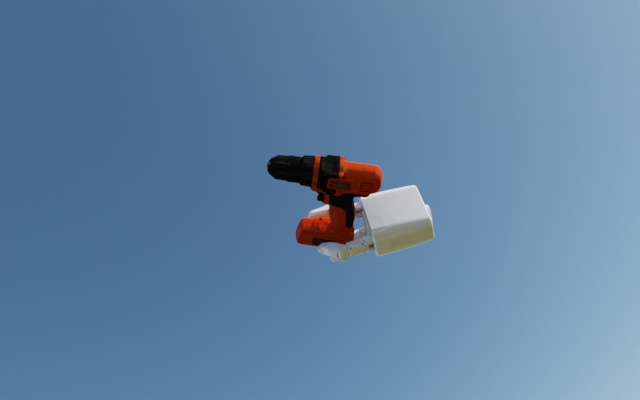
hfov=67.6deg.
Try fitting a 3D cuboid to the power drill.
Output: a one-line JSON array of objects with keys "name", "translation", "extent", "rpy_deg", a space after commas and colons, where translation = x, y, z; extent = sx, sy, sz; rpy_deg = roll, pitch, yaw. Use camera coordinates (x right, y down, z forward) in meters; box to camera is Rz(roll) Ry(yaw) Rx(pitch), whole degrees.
[{"name": "power drill", "translation": [0.000, 0.003, 0.809], "extent": [0.184, 0.057, 0.188], "rpy_deg": [8, -42, 0]}]
